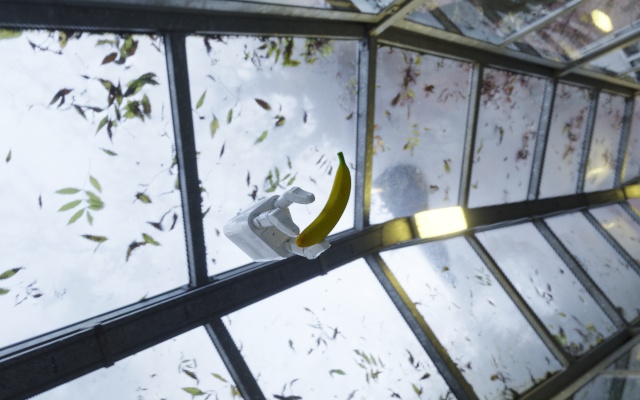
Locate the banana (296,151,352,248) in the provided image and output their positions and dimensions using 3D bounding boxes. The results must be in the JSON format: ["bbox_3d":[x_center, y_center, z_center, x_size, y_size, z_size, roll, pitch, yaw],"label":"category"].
[{"bbox_3d":[0.014,0.010,0.839,0.070,0.197,0.037,40,-31,-29],"label":"banana"}]
